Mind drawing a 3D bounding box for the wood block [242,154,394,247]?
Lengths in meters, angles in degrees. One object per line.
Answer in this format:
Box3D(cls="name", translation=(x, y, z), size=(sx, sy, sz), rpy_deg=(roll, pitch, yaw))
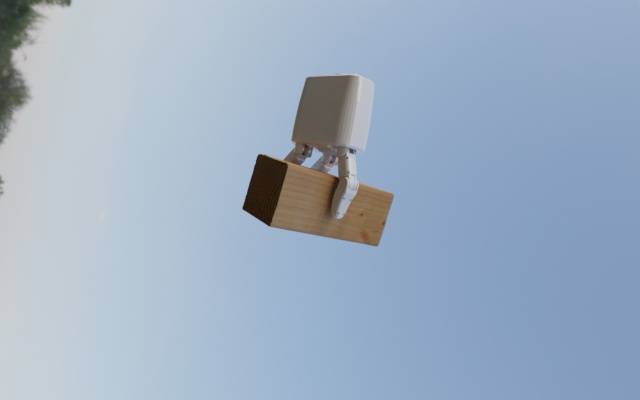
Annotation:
Box3D(cls="wood block", translation=(0.001, 0.002, 0.727), size=(0.206, 0.090, 0.091), rpy_deg=(13, 6, -37))
